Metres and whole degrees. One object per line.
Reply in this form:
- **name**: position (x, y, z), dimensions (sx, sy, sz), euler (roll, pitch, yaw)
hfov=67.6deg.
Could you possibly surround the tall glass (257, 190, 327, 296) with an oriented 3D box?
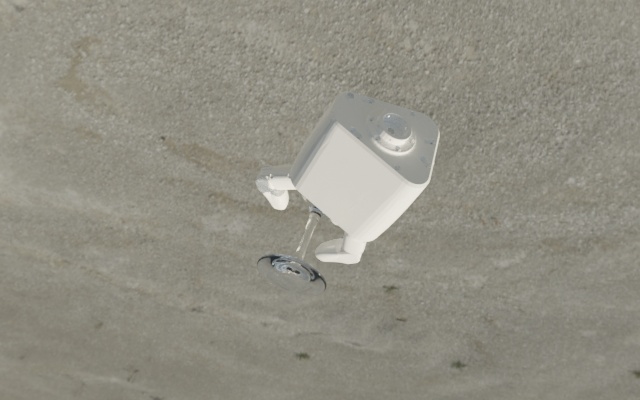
- **tall glass**: position (0.000, 0.002, 0.538), dimensions (0.079, 0.201, 0.079), euler (14, -37, 11)
